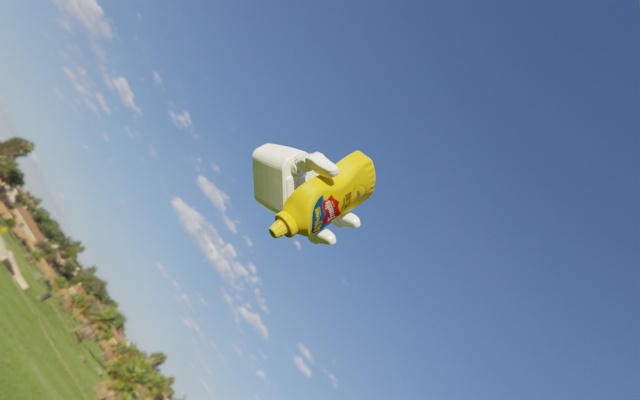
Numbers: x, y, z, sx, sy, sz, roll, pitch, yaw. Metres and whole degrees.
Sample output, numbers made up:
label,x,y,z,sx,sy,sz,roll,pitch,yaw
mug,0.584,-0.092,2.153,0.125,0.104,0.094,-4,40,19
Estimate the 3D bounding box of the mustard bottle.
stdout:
label,x,y,z,sx,sy,sz,roll,pitch,yaw
mustard bottle,0.001,0.002,0.741,0.191,0.096,0.058,-32,57,-28
